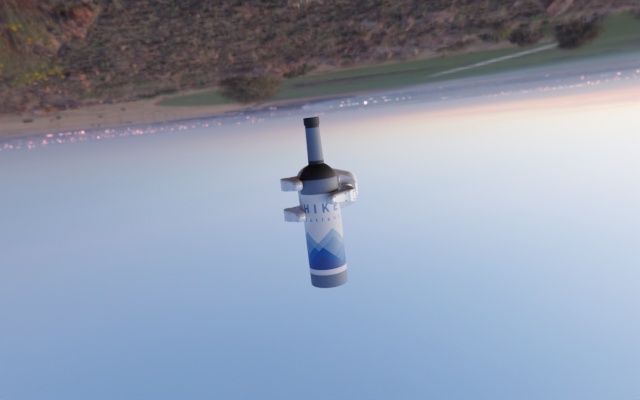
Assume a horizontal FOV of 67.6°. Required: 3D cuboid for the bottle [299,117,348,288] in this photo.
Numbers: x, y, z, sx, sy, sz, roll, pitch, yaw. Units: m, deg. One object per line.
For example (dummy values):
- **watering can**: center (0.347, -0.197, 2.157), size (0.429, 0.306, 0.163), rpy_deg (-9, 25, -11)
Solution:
- **bottle**: center (0.000, 0.003, 0.838), size (0.069, 0.296, 0.069), rpy_deg (-6, 10, 1)
